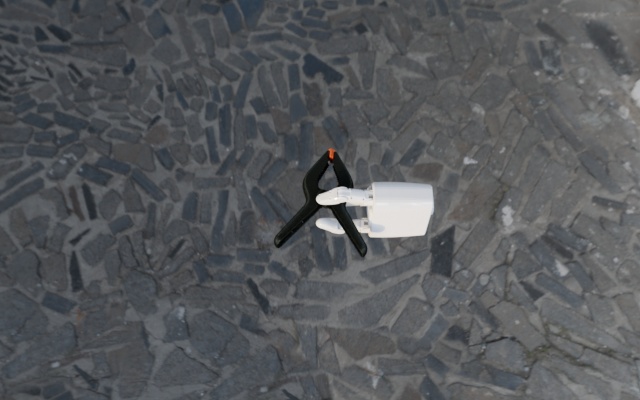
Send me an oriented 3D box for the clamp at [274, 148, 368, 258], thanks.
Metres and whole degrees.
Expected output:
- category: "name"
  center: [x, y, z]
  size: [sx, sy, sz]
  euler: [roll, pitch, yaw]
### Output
- category: "clamp"
  center: [0.000, 0.002, 0.874]
  size: [0.164, 0.210, 0.036]
  euler: [0, -24, 0]
